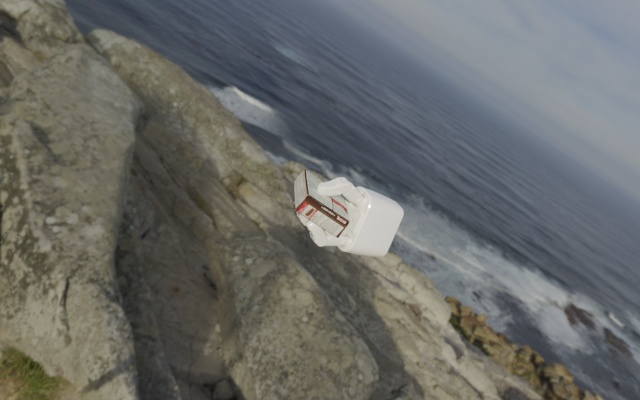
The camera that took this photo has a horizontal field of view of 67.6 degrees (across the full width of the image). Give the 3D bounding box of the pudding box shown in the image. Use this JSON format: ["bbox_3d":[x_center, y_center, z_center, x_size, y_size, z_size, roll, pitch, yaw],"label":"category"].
[{"bbox_3d":[0.000,0.003,0.806,0.090,0.039,0.113,33,17,-18],"label":"pudding box"}]
